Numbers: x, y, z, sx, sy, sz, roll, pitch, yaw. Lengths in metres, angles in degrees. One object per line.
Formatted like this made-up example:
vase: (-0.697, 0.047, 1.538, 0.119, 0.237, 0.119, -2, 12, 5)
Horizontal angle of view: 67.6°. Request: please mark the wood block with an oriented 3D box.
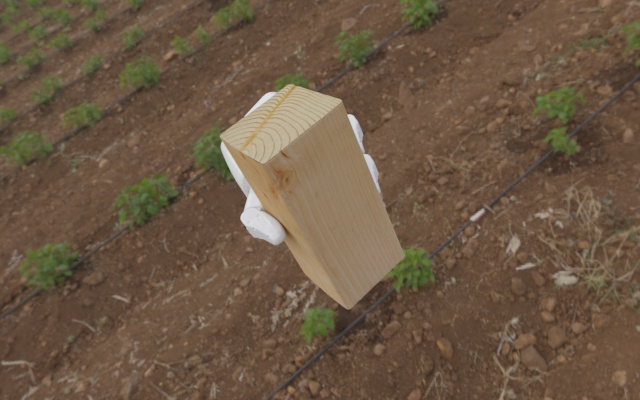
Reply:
wood block: (0.000, 0.002, 0.481, 0.091, 0.206, 0.090, -40, 39, -15)
